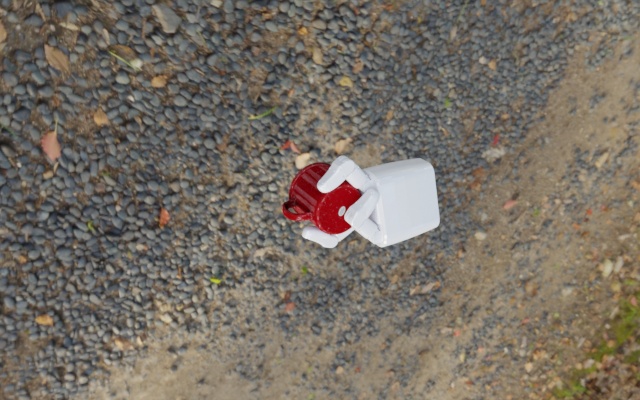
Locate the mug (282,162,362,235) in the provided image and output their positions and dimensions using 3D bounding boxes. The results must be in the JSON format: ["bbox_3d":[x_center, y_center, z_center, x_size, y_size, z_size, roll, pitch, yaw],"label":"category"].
[{"bbox_3d":[-0.001,0.003,0.710,0.117,0.093,0.081,-16,30,-23],"label":"mug"}]
